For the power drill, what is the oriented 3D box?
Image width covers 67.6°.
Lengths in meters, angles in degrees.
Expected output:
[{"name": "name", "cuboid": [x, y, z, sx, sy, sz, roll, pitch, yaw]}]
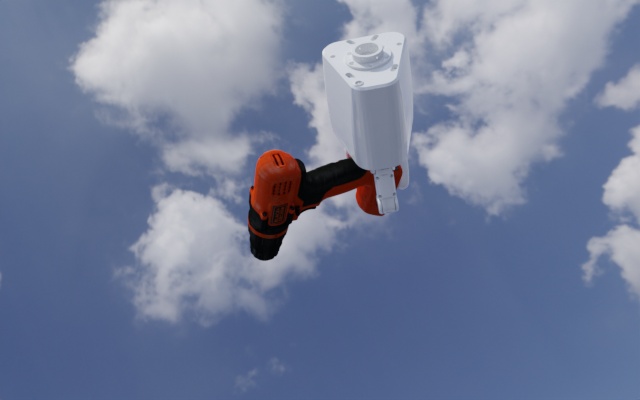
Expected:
[{"name": "power drill", "cuboid": [0.001, 0.002, 0.603, 0.187, 0.057, 0.185, -14, -34, -23]}]
